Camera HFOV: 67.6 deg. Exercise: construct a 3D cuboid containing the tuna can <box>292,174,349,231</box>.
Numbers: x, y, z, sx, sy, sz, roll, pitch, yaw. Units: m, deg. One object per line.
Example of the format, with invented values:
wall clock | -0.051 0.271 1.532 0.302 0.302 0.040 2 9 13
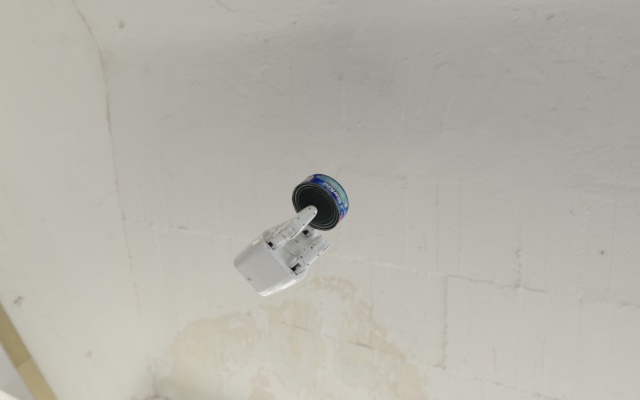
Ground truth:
tuna can | 0.000 0.002 0.735 0.086 0.086 0.033 0 30 38
